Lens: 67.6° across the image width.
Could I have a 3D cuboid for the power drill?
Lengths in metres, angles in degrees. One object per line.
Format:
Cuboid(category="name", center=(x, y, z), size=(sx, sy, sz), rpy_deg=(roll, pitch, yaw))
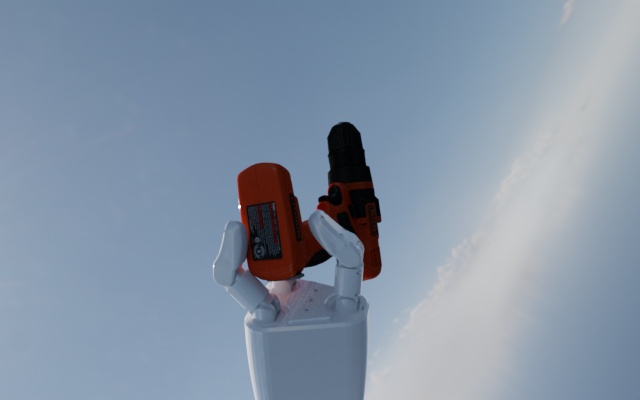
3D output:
Cuboid(category="power drill", center=(0.000, 0.002, 0.493), size=(0.057, 0.184, 0.187), rpy_deg=(-12, -6, 35))
